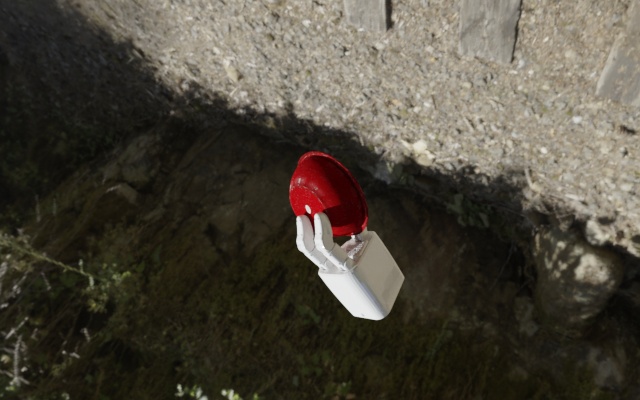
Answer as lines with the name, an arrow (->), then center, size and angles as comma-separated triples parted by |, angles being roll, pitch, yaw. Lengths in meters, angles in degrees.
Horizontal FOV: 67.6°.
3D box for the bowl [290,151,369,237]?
bowl -> -0.001, 0.002, 0.783 | 0.055, 0.162, 0.162 | -35, 20, -32
